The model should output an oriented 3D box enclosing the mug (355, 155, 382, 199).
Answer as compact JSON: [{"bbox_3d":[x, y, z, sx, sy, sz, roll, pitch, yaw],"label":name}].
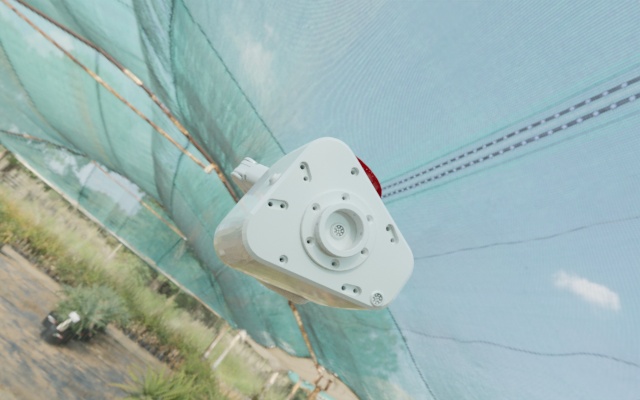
[{"bbox_3d":[0.000,0.002,0.463,0.093,0.081,0.117,43,-17,-11],"label":"mug"}]
